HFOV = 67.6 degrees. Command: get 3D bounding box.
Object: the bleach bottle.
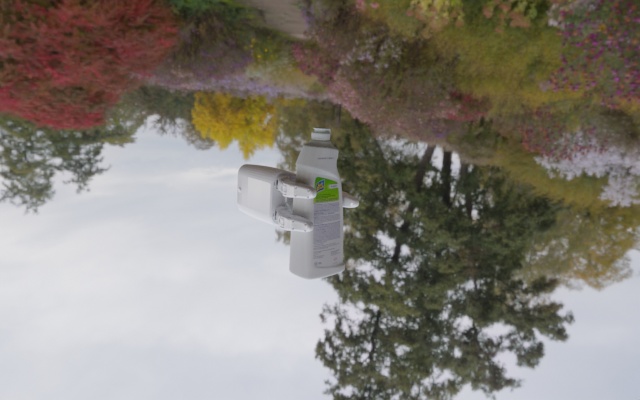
[{"bbox_3d":[0.000,0.003,0.813,0.102,0.251,0.068,-8,17,-44],"label":"bleach bottle"}]
